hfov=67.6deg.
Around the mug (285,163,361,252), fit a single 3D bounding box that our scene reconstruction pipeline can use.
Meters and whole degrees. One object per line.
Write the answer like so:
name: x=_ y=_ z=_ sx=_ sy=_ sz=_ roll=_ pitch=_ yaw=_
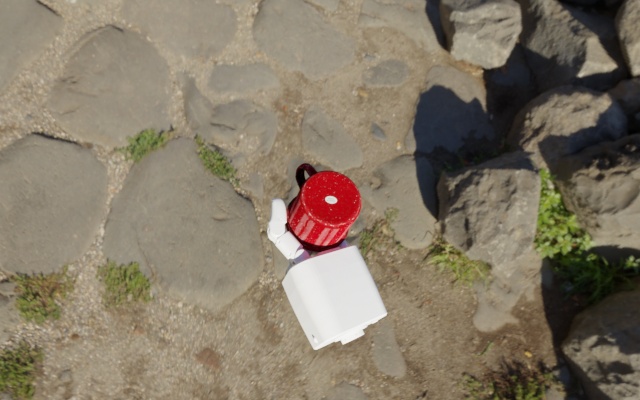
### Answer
mug: x=0.000 y=0.001 z=0.638 sx=0.093 sy=0.117 sz=0.081 roll=-19 pitch=-18 yaw=-22
